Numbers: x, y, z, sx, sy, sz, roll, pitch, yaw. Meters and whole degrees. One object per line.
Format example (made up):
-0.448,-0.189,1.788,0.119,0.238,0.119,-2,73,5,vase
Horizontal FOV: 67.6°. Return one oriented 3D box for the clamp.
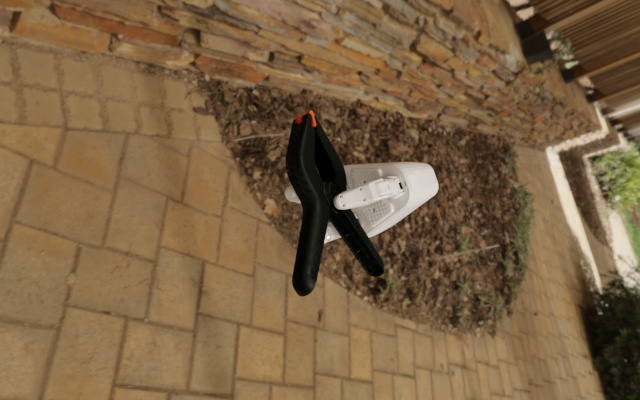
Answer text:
0.001,0.001,0.533,0.036,0.210,0.164,-20,-5,32,clamp
